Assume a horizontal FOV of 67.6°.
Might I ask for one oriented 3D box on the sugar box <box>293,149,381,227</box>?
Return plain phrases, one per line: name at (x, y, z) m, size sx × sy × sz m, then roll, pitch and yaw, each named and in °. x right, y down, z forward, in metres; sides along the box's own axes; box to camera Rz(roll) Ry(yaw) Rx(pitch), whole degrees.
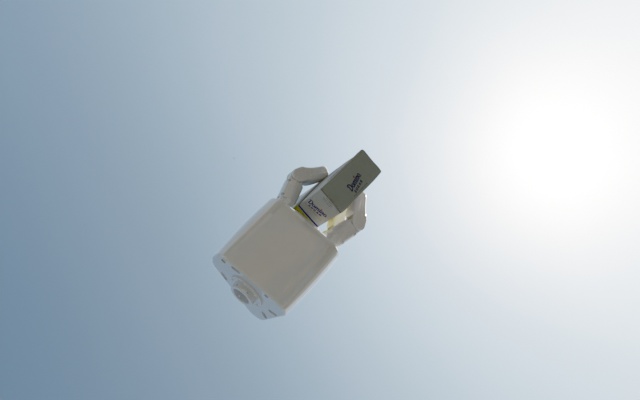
sugar box at (0.000, 0.003, 0.655) m, size 0.093 × 0.048 × 0.176 m, roll -44°, pitch 8°, yaw -33°
